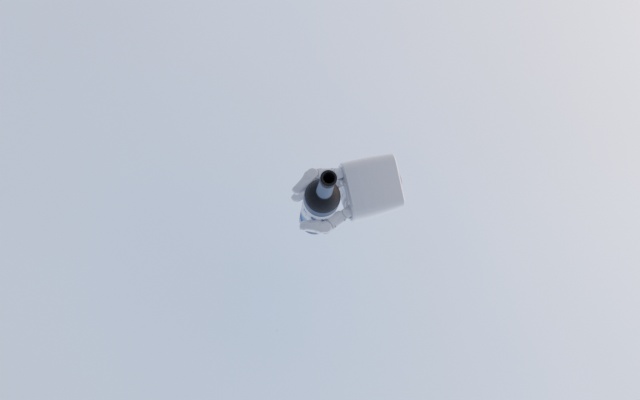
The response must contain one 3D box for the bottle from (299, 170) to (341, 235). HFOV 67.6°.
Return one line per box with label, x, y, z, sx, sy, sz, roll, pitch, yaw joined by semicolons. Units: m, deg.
bottle;0.000;0.003;0.892;0.069;0.069;0.296;0;-15;-5
